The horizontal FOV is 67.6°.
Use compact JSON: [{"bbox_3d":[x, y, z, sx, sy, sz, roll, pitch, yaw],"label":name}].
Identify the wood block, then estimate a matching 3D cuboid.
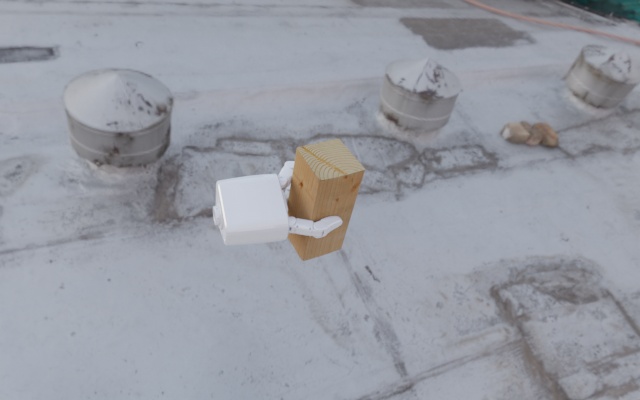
[{"bbox_3d":[0.000,0.003,0.870,0.090,0.206,0.090,-15,50,-26],"label":"wood block"}]
